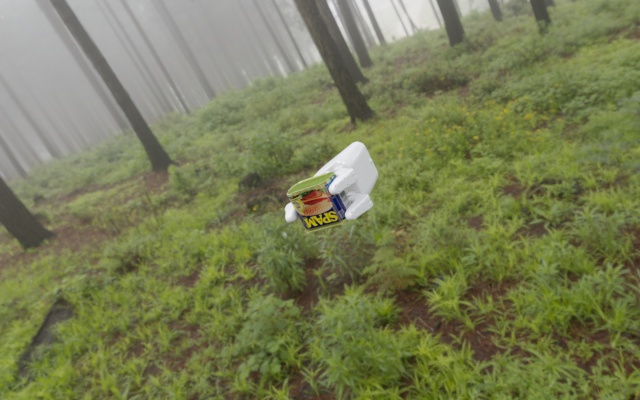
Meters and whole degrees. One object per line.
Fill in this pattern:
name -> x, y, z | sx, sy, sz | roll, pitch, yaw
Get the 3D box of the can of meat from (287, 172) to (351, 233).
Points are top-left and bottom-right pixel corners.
can of meat -> 0.000, 0.003, 0.855 | 0.102, 0.084, 0.057 | -16, 21, 34
